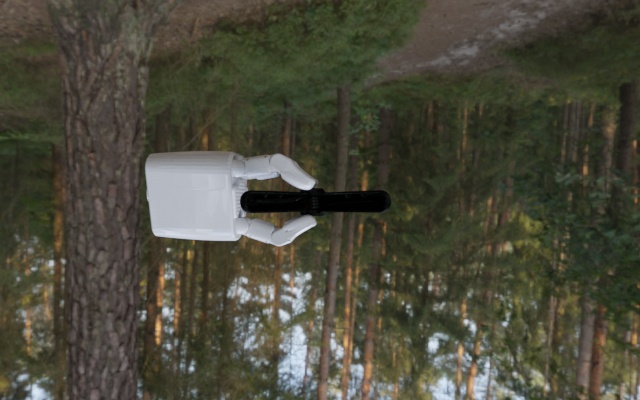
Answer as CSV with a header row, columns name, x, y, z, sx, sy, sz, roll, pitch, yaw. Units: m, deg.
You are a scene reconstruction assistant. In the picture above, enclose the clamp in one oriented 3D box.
name,x,y,z,sx,sy,sz,roll,pitch,yaw
clamp,0.000,0.003,0.607,0.164,0.036,0.210,1,0,3
